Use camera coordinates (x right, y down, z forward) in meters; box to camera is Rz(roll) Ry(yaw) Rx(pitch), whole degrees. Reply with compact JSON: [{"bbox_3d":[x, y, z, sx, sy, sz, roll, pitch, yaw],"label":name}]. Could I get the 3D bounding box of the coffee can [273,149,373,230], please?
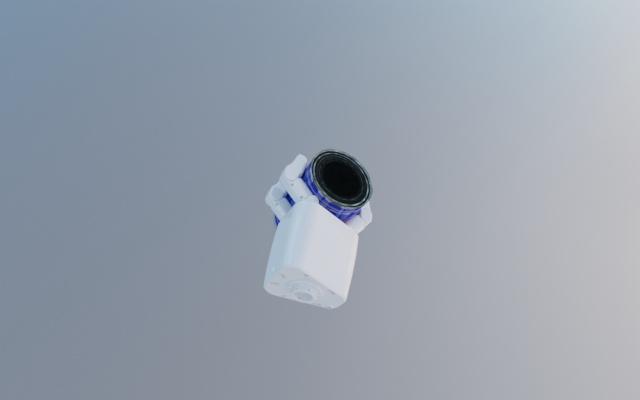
[{"bbox_3d":[0.000,0.002,0.737,0.103,0.102,0.140,0,-30,-31],"label":"coffee can"}]
